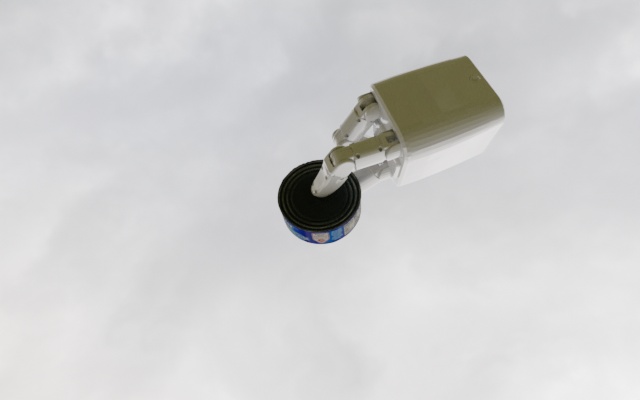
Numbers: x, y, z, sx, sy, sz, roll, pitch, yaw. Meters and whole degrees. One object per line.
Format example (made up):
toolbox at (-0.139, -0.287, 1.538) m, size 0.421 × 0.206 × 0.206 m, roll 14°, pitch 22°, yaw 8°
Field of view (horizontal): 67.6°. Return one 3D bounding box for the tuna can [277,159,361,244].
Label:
tuna can at (0.000, 0.002, 0.498) m, size 0.086 × 0.086 × 0.034 m, roll 0°, pitch -30°, yaw 6°
